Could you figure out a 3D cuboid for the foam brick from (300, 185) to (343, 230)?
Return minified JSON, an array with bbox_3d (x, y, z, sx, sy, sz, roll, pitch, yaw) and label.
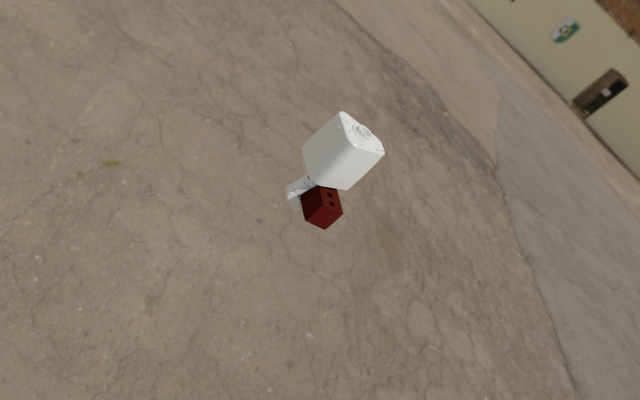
[{"bbox_3d":[0.000,0.003,0.877,0.053,0.078,0.051,25,-53,-37],"label":"foam brick"}]
